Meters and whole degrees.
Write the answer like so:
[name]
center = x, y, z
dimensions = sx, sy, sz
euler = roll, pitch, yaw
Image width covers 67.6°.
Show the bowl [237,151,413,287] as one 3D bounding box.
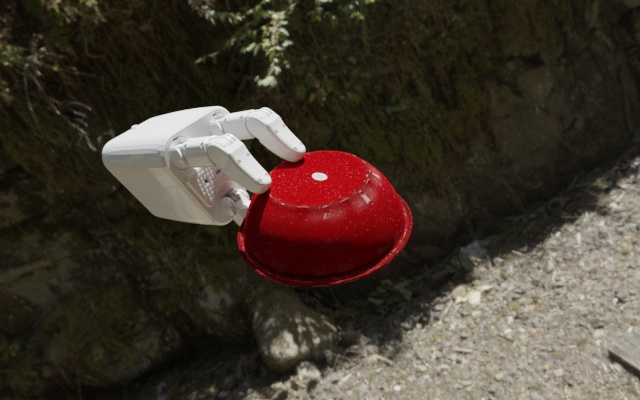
[bowl]
center = 0.001, 0.001, 0.426
dimensions = 0.162, 0.055, 0.162
euler = -6, 34, 4
